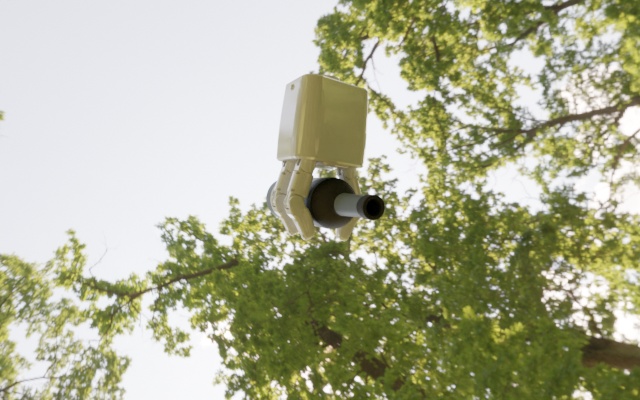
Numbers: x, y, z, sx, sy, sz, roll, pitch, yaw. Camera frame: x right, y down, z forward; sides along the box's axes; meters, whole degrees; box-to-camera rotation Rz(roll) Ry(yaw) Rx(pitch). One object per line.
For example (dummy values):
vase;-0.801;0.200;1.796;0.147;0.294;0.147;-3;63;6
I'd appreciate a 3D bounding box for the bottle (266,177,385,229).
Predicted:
bottle;0.000;0.002;0.645;0.069;0.069;0.295;0;2;-23
